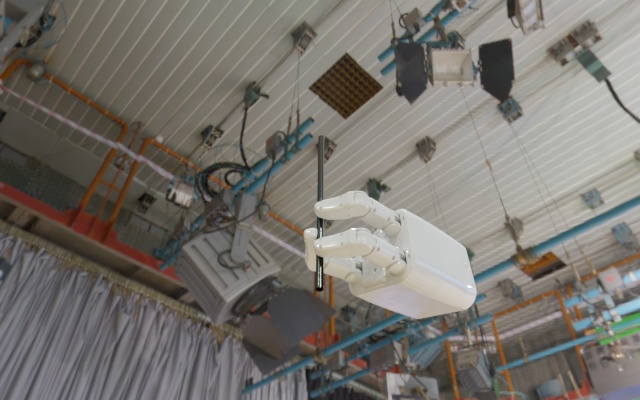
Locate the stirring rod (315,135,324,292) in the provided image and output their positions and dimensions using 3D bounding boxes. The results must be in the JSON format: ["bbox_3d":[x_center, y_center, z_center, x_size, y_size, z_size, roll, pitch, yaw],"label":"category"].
[{"bbox_3d":[0.000,0.002,0.555,0.011,0.239,0.011,0,-44,0],"label":"stirring rod"}]
